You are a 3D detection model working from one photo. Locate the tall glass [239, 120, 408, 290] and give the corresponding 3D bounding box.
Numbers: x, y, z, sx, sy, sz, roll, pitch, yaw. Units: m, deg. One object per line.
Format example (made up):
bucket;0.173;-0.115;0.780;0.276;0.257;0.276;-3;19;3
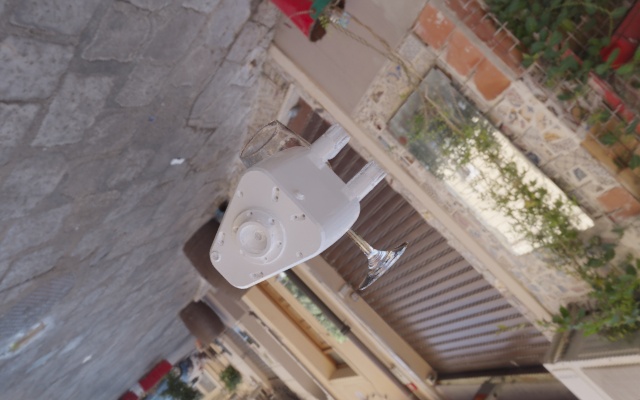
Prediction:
tall glass;0.001;0.002;0.532;0.079;0.201;0.079;-44;-3;-3
